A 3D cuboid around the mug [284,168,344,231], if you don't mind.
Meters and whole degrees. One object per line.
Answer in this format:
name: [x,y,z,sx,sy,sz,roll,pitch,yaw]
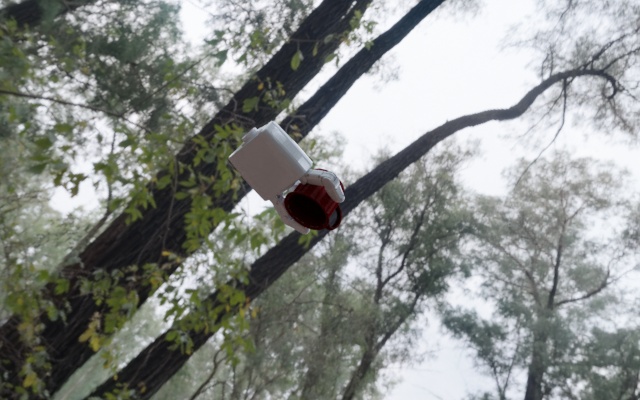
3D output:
mug: [0.001,0.004,0.889,0.093,0.117,0.081,-21,26,48]
